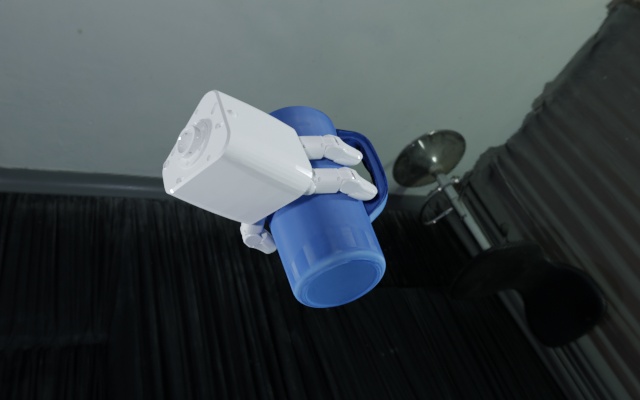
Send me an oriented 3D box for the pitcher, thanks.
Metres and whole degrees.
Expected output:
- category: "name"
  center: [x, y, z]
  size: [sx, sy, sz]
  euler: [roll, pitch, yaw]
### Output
- category: "pitcher"
  center: [0.000, 0.002, 0.597]
  size: [0.149, 0.242, 0.145]
  euler: [-42, -43, 24]
